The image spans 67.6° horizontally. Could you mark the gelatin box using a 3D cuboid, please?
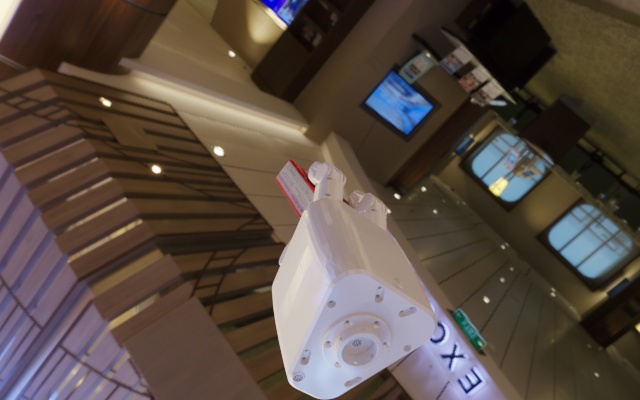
[{"bbox_3d":[0.000,0.002,0.492,0.073,0.030,0.089,32,12,-35],"label":"gelatin box"}]
